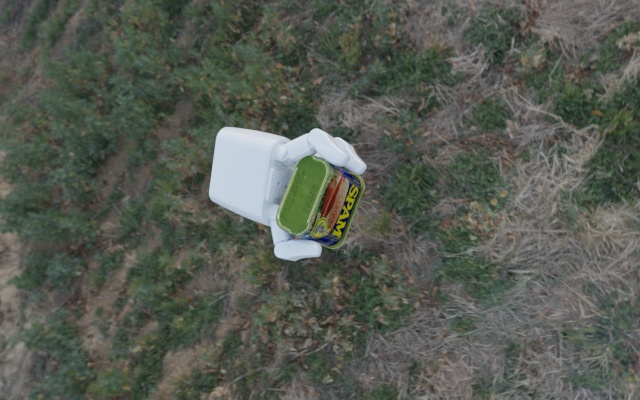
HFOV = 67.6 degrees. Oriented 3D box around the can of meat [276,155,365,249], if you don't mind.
[{"bbox_3d":[0.000,0.002,0.589,0.057,0.102,0.084,20,-2,35],"label":"can of meat"}]
